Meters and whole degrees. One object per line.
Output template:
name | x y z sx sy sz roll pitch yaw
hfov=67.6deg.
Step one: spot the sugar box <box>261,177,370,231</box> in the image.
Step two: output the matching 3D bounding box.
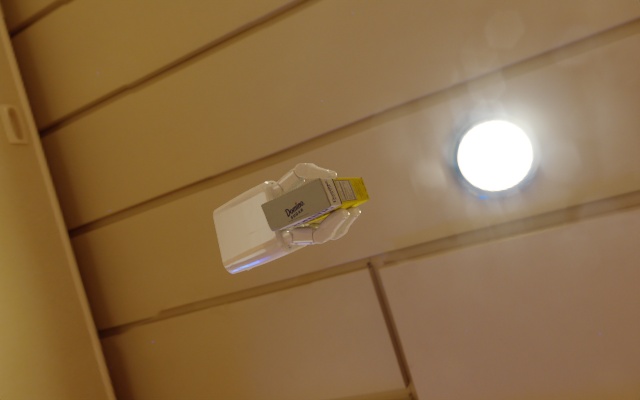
sugar box | 0.000 0.003 0.677 0.093 0.048 0.176 -24 -3 22
